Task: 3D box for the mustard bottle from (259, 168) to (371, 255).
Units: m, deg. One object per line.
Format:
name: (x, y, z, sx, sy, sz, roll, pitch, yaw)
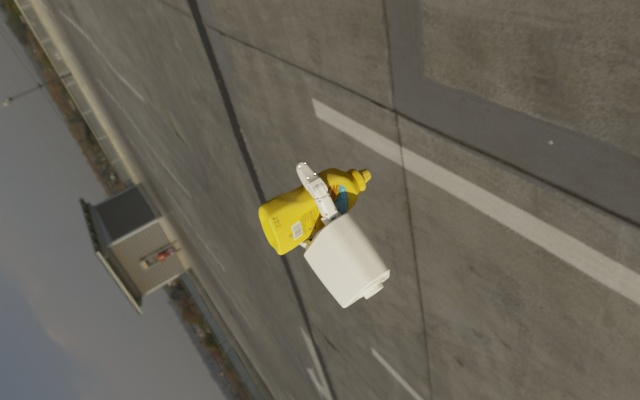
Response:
mustard bottle: (0.000, 0.002, 0.747, 0.191, 0.096, 0.058, -31, 48, -19)
